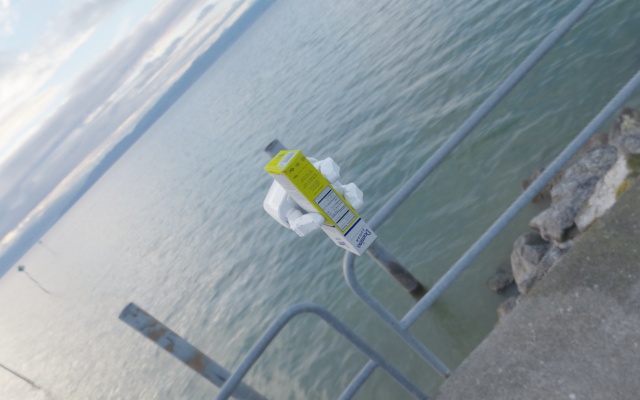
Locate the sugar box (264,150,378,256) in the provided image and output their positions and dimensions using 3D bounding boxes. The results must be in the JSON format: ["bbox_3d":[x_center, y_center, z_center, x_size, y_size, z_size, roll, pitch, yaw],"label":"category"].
[{"bbox_3d":[0.000,0.002,0.709,0.176,0.048,0.093,45,-11,-20],"label":"sugar box"}]
